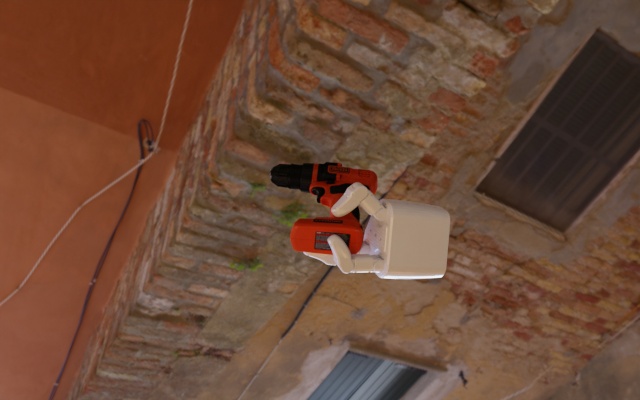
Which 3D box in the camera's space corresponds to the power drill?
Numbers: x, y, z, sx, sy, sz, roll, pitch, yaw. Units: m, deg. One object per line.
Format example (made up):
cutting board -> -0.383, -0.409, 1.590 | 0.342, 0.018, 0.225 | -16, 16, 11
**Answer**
power drill -> 0.000, 0.003, 0.758 | 0.184, 0.057, 0.187 | 4, 38, 2
